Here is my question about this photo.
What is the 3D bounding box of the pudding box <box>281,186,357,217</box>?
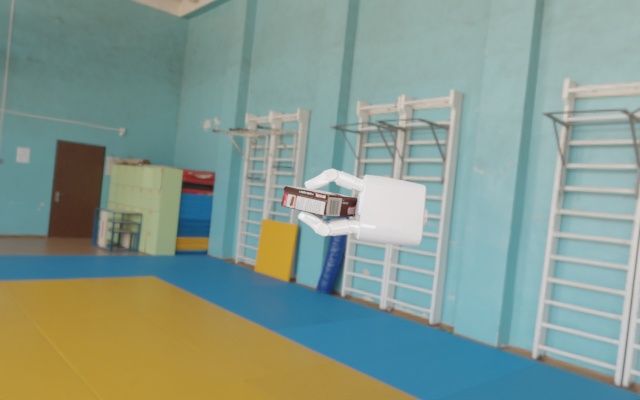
[{"bbox_3d":[0.000,0.003,0.821,0.090,0.039,0.113,11,1,29],"label":"pudding box"}]
